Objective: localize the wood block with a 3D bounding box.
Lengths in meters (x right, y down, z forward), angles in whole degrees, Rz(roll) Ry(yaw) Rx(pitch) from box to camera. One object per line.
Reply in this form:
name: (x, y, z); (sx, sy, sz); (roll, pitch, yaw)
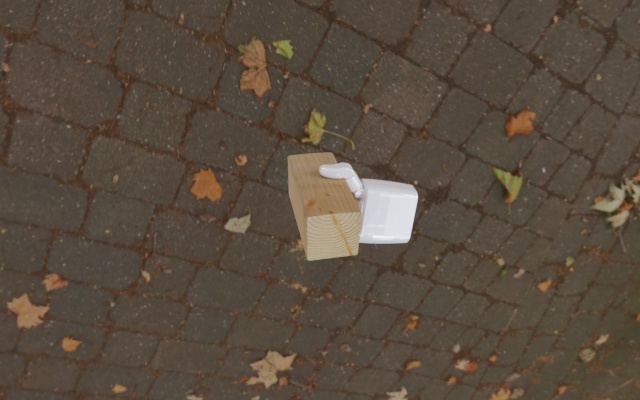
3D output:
wood block: (0.001, 0.003, 0.853); (0.090, 0.091, 0.206); (-5, 34, -11)
